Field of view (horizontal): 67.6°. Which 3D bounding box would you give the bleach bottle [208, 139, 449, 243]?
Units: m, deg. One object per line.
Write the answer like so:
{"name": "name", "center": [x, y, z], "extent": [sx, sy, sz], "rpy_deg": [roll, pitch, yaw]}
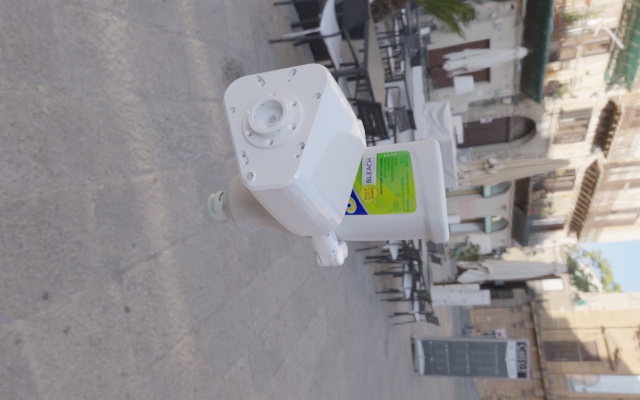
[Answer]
{"name": "bleach bottle", "center": [0.000, 0.002, 0.498], "extent": [0.251, 0.102, 0.068], "rpy_deg": [-6, -22, 16]}
